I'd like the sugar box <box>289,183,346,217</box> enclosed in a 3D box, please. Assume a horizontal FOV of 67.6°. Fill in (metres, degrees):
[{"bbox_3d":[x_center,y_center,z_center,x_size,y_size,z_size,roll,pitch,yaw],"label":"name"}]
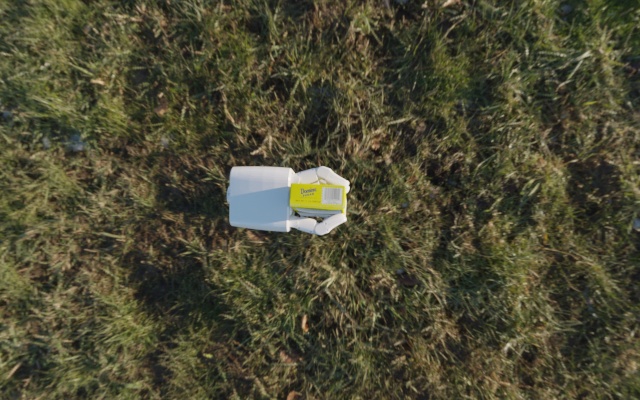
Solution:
[{"bbox_3d":[0.000,0.002,0.863,0.093,0.048,0.176,4,-4,3],"label":"sugar box"}]
